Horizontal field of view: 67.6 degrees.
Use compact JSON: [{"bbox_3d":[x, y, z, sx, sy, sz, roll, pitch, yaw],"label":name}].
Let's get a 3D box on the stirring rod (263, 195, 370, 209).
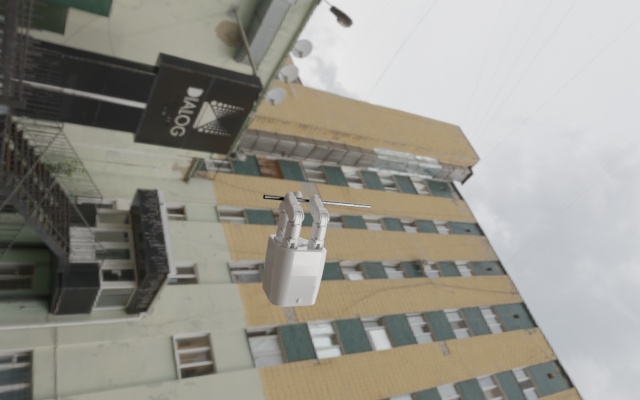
[{"bbox_3d":[0.000,0.003,0.897,0.239,0.011,0.011,5,-3,-35],"label":"stirring rod"}]
